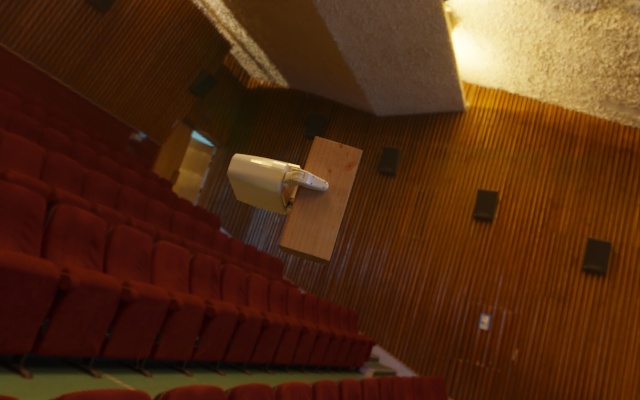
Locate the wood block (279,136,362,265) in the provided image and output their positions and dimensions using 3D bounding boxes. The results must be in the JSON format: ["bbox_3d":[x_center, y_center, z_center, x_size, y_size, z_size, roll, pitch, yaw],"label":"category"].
[{"bbox_3d":[0.000,0.003,0.865,0.090,0.206,0.091,17,-13,0],"label":"wood block"}]
